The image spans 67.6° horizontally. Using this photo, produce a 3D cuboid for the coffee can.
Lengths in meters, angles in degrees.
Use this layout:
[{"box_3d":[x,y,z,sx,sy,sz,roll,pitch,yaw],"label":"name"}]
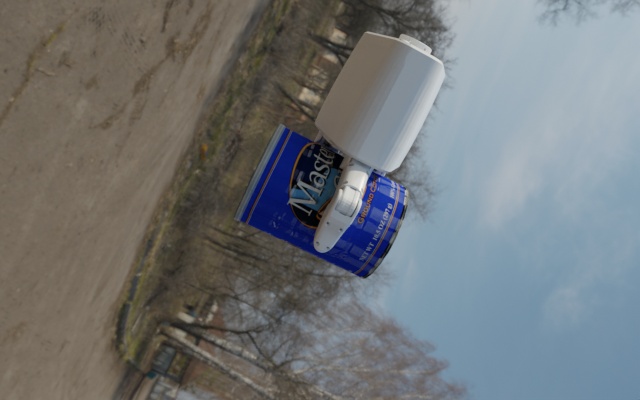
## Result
[{"box_3d":[0.000,0.002,0.471,0.140,0.103,0.103,26,-3,-7],"label":"coffee can"}]
